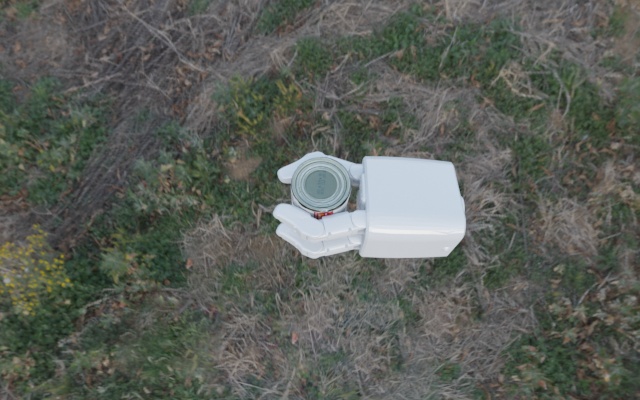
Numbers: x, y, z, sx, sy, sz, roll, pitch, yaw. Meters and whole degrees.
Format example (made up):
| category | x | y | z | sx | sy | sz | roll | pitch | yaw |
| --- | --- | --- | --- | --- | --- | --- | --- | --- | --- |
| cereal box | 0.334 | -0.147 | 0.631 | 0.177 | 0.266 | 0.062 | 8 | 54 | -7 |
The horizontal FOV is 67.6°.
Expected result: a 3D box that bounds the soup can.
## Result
| category | x | y | z | sx | sy | sz | roll | pitch | yaw |
| --- | --- | --- | --- | --- | --- | --- | --- | --- | --- |
| soup can | 0.000 | 0.002 | 0.560 | 0.068 | 0.068 | 0.102 | 0 | -24 | -1 |
